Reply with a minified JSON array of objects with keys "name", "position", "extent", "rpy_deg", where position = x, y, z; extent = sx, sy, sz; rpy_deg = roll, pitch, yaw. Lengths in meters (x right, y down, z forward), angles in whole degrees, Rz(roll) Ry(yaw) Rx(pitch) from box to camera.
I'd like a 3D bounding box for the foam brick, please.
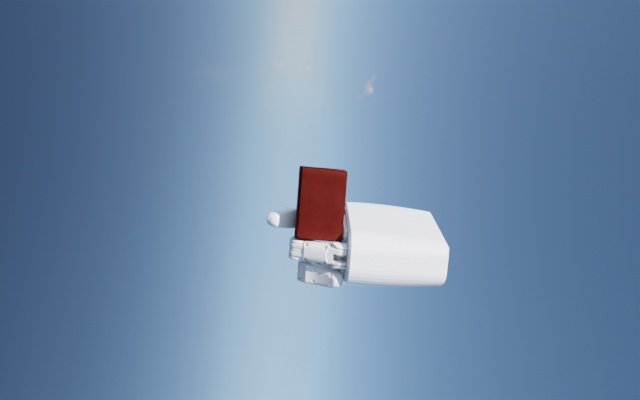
[{"name":"foam brick","position":[0.000,0.001,0.527],"extent":[0.051,0.078,0.053],"rpy_deg":[4,7,-1]}]
